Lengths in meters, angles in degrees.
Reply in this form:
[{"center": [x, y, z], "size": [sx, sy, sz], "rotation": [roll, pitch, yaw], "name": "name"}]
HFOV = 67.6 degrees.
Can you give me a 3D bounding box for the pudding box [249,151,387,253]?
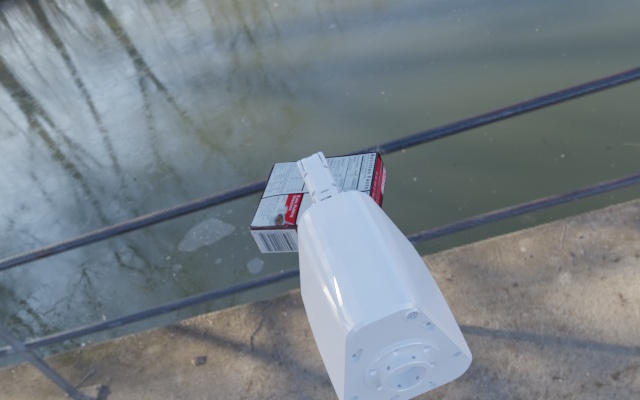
[{"center": [0.000, 0.001, 0.440], "size": [0.113, 0.090, 0.039], "rotation": [-3, -45, 20], "name": "pudding box"}]
